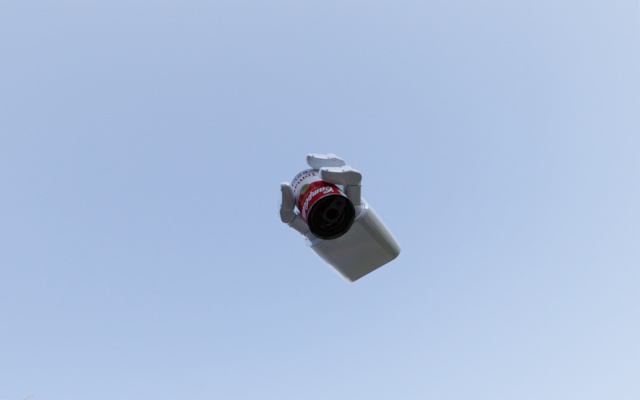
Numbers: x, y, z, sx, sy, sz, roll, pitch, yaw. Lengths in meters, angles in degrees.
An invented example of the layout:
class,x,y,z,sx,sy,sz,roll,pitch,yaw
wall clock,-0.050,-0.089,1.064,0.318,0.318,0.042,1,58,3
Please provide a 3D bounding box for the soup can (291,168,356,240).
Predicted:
class,x,y,z,sx,sy,sz,roll,pitch,yaw
soup can,0.000,0.002,0.674,0.068,0.068,0.102,0,24,-19
